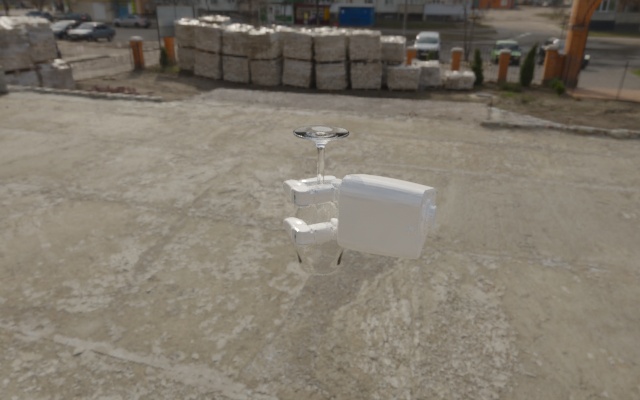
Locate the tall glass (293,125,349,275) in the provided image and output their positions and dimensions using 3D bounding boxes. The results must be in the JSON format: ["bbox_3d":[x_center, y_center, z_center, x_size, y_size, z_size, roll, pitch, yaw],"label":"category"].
[{"bbox_3d":[0.000,0.001,0.663,0.079,0.201,0.079,1,23,0],"label":"tall glass"}]
